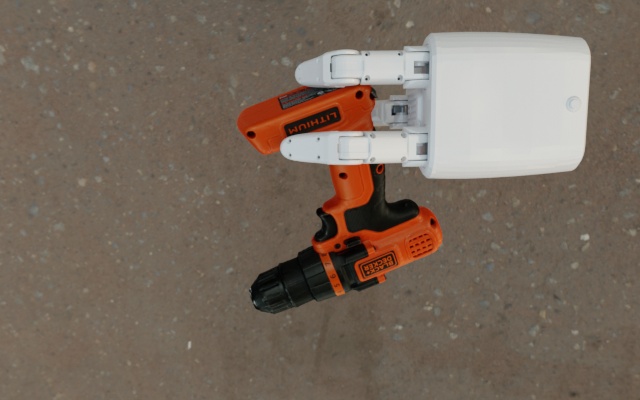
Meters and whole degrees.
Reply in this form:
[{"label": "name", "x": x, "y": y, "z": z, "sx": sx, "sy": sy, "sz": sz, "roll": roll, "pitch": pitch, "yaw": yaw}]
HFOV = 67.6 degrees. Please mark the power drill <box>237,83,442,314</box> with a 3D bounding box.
[{"label": "power drill", "x": 0.000, "y": 0.001, "z": 0.406, "sx": 0.184, "sy": 0.188, "sz": 0.057, "roll": -23, "pitch": 30, "yaw": -2}]
